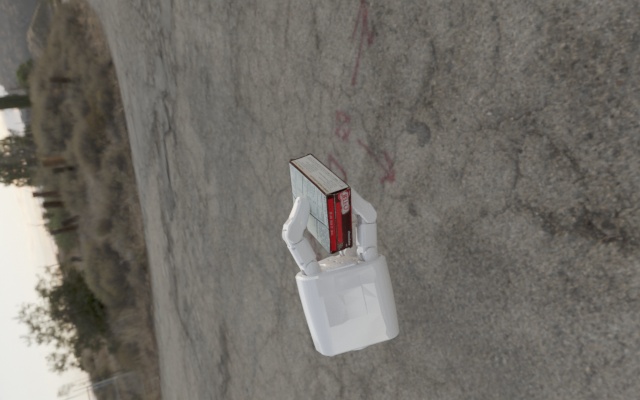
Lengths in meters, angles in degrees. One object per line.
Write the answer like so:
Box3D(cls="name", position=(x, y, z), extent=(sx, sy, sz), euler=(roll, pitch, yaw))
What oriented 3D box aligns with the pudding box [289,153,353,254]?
Box3D(cls="pudding box", position=(0.000, 0.002, 0.618), extent=(0.039, 0.090, 0.113), euler=(-18, 35, -23))
